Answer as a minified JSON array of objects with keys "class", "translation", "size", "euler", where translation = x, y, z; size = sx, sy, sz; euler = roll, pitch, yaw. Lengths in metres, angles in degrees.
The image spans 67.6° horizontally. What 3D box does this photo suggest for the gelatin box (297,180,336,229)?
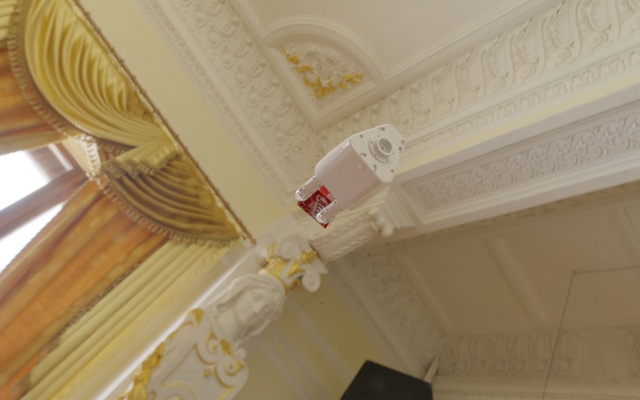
[{"class":"gelatin box","translation":[0.000,0.003,0.879],"size":[0.030,0.073,0.089],"euler":[-45,-9,-31]}]
